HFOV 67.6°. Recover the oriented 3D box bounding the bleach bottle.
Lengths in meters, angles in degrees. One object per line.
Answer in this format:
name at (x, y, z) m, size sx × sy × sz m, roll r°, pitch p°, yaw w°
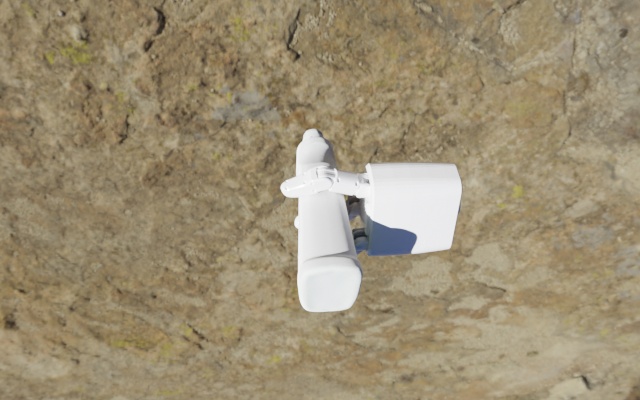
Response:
bleach bottle at (0.000, 0.002, 0.587) m, size 0.068 × 0.250 × 0.103 m, roll -2°, pitch -39°, yaw -5°
